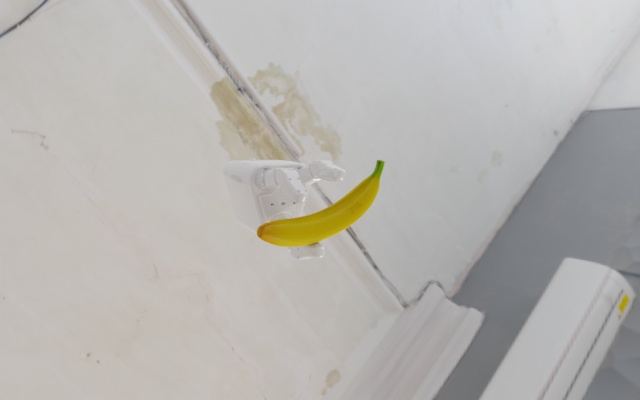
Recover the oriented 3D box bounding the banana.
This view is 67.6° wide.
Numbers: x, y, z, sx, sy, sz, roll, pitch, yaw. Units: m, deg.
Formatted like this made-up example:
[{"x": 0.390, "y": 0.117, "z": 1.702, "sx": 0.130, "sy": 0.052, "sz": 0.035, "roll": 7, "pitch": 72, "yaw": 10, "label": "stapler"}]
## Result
[{"x": 0.008, "y": 0.016, "z": 0.612, "sx": 0.197, "sy": 0.070, "sz": 0.037, "roll": -31, "pitch": 30, "yaw": -25, "label": "banana"}]
